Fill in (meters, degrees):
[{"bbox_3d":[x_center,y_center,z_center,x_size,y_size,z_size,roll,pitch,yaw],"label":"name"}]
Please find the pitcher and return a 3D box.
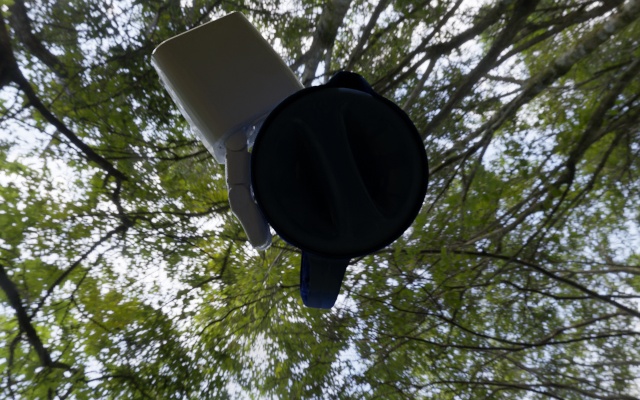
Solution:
[{"bbox_3d":[0.000,0.001,0.461,0.149,0.145,0.243,-39,-2,-10],"label":"pitcher"}]
